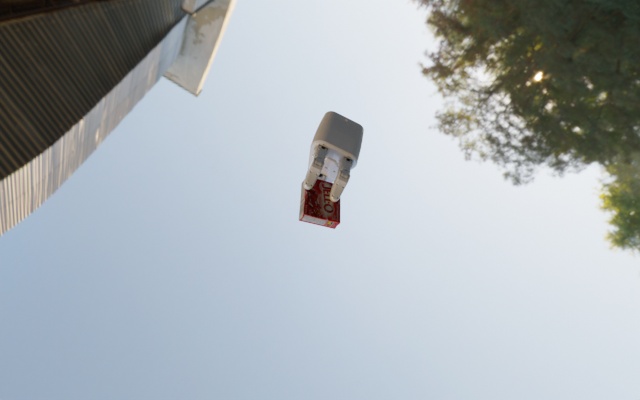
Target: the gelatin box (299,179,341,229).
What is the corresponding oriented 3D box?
[{"bbox_3d":[0.000,0.003,0.895,0.073,0.089,0.030,15,-35,-17],"label":"gelatin box"}]
